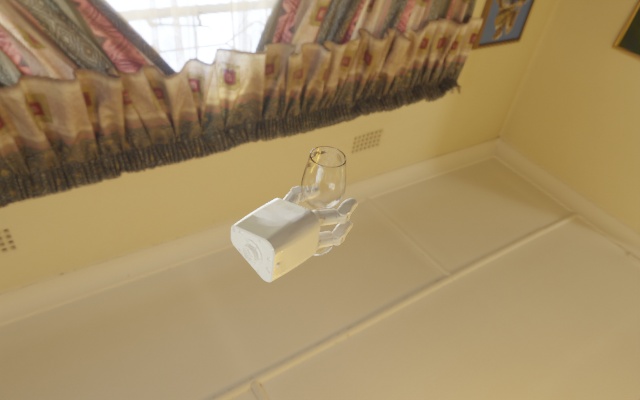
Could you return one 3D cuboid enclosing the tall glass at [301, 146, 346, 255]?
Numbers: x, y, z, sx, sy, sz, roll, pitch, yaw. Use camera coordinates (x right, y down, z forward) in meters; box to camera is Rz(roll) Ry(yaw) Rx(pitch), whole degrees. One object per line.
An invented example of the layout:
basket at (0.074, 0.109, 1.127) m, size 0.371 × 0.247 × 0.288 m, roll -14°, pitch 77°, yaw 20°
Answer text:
tall glass at (0.000, 0.003, 0.855) m, size 0.079 × 0.201 × 0.079 m, roll 6°, pitch 39°, yaw -5°
